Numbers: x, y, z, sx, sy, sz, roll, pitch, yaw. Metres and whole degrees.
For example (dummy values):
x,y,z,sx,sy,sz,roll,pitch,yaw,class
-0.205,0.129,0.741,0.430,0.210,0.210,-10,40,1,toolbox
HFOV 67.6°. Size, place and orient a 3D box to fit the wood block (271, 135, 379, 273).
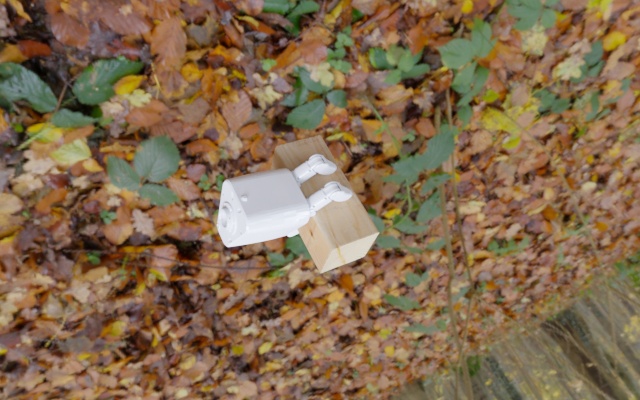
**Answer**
x,y,z,sx,sy,sz,roll,pitch,yaw,class
0.000,0.003,0.803,0.090,0.206,0.091,-18,-26,-24,wood block
